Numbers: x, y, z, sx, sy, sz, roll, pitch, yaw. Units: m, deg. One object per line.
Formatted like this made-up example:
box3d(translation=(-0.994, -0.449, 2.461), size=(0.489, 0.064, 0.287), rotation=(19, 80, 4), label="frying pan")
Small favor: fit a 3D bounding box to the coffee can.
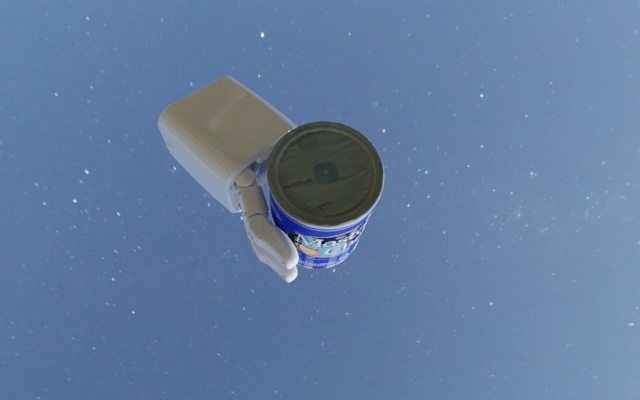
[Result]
box3d(translation=(0.000, 0.002, 0.478), size=(0.103, 0.102, 0.140), rotation=(0, -23, -4), label="coffee can")
